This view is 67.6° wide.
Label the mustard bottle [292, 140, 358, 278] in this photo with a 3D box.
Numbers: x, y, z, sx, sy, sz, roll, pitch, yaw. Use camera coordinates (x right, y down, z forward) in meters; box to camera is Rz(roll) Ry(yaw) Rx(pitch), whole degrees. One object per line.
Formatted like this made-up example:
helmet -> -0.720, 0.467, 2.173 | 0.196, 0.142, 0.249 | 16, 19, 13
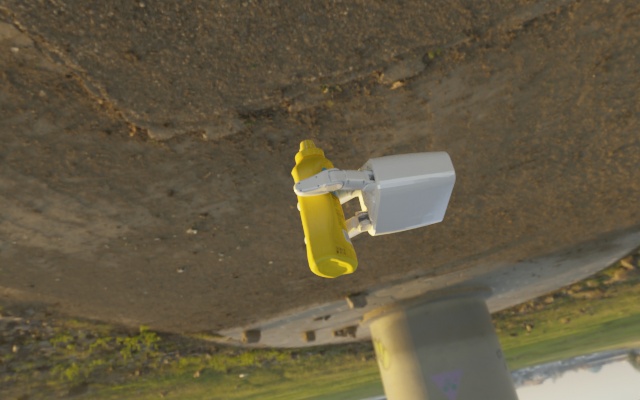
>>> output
mustard bottle -> 0.000, 0.002, 0.645 | 0.058, 0.191, 0.096 | -19, -24, 14
